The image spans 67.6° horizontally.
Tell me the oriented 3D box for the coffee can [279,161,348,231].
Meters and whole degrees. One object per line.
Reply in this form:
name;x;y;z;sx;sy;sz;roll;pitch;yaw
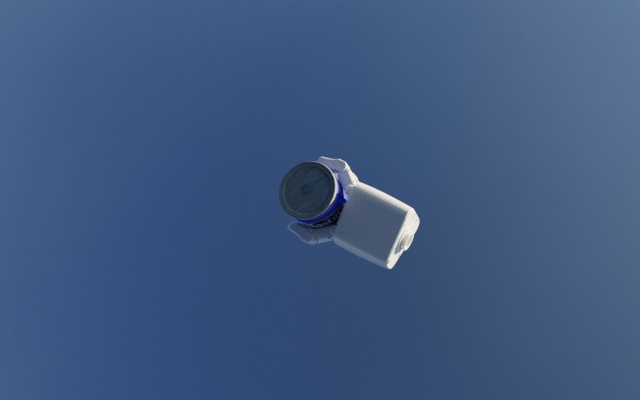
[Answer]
coffee can;0.000;0.003;0.861;0.103;0.102;0.140;0;-18;21
